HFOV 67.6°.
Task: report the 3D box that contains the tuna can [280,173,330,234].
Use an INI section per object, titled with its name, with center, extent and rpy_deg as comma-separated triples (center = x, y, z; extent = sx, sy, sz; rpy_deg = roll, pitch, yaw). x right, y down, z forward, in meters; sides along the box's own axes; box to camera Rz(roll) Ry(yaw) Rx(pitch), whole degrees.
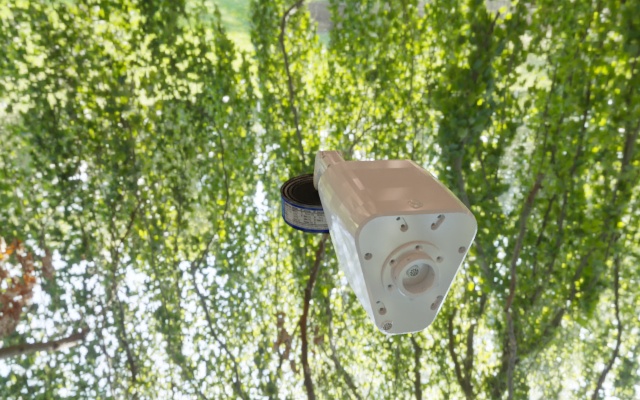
[tuna can]
center = 0.000, 0.002, 0.514
extent = 0.086, 0.034, 0.086
rpy_deg = 0, 26, 0
